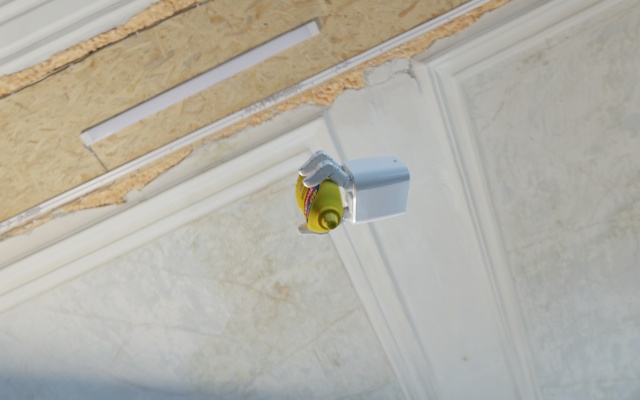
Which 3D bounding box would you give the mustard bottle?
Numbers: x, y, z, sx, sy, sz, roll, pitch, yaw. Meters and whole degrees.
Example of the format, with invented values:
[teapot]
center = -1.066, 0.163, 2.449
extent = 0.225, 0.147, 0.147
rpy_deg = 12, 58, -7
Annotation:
[mustard bottle]
center = 0.000, 0.003, 0.855
extent = 0.058, 0.096, 0.191
rpy_deg = 14, 19, -18
